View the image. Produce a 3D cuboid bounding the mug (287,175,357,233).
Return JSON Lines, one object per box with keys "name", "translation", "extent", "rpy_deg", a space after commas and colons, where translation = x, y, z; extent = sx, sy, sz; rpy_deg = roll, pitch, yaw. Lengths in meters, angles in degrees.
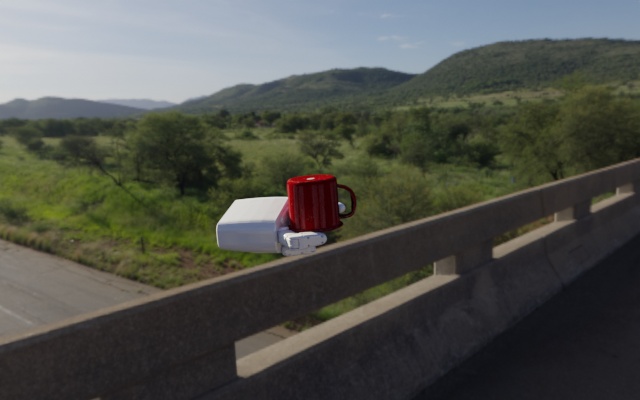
{"name": "mug", "translation": [0.002, 0.002, 0.777], "extent": [0.117, 0.081, 0.093], "rpy_deg": [-2, 11, 12]}
